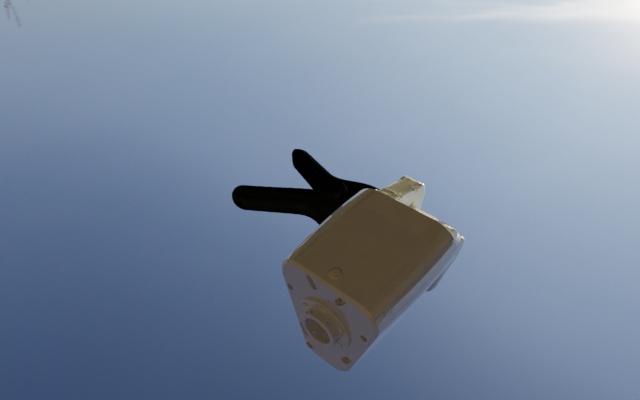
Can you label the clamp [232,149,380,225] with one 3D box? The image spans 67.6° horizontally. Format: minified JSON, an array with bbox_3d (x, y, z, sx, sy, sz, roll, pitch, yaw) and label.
[{"bbox_3d":[0.000,0.002,0.479,0.171,0.039,0.120,26,45,31],"label":"clamp"}]
